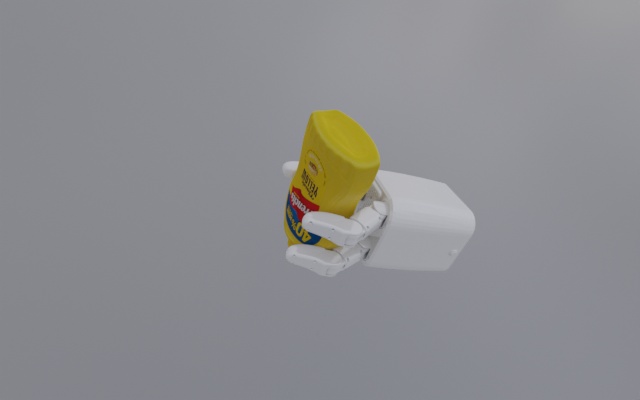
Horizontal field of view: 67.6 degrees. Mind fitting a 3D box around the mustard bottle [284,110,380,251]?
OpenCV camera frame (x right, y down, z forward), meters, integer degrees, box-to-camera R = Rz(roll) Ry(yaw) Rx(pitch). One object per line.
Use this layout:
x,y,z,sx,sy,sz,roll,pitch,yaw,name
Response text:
0.000,0.002,0.534,0.058,0.192,0.096,-12,50,-32,mustard bottle
